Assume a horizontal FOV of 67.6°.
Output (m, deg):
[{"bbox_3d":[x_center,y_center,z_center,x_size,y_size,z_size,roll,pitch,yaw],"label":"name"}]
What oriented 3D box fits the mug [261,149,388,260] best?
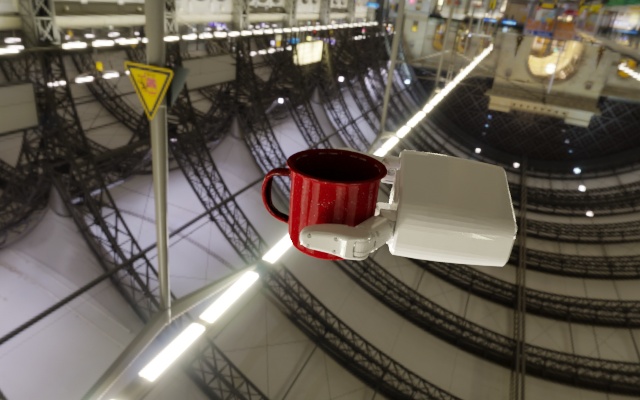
[{"bbox_3d":[-0.001,0.002,0.457,0.117,0.081,0.093,8,24,7],"label":"mug"}]
